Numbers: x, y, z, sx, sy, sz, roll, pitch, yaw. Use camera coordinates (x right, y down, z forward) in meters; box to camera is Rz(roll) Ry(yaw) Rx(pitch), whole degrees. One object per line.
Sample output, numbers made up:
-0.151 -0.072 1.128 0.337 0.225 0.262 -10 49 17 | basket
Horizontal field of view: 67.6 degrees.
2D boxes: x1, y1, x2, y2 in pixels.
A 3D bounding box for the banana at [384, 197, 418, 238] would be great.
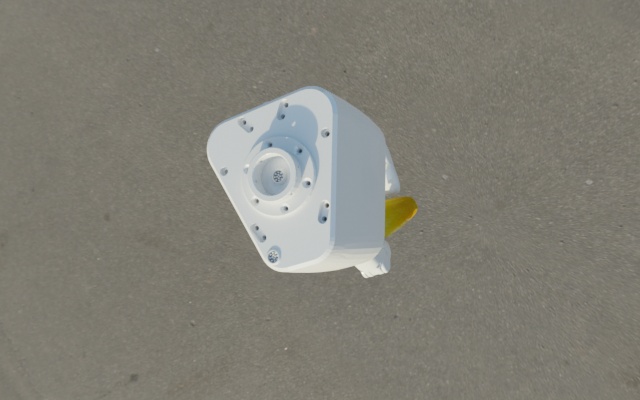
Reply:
-0.006 0.020 0.471 0.198 0.069 0.037 8 -3 24 | banana
